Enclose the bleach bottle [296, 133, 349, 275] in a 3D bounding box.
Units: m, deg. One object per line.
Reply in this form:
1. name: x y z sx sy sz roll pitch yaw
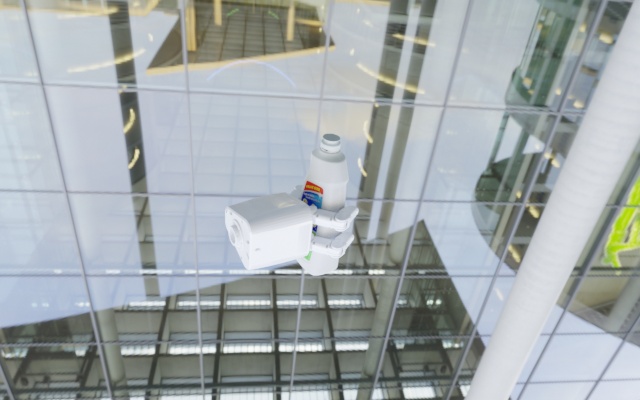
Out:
1. bleach bottle: 0.000 0.003 0.811 0.068 0.251 0.102 -13 38 -28
